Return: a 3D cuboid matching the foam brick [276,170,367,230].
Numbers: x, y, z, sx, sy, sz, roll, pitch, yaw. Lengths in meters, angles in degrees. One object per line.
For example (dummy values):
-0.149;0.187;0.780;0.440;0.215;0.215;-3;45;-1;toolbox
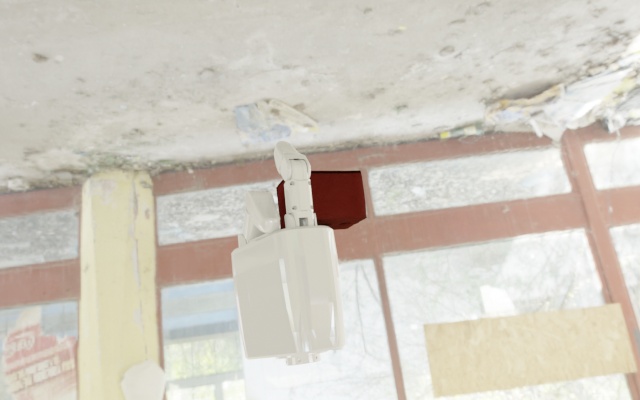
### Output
0.000;0.001;0.488;0.078;0.051;0.053;-2;-17;-23;foam brick
